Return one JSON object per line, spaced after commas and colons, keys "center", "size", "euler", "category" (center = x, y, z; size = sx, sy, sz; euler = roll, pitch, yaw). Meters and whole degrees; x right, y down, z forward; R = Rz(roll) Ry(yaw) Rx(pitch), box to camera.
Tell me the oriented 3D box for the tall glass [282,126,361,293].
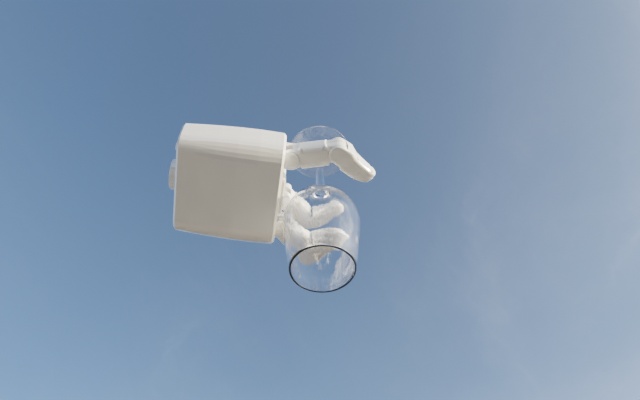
{"center": [0.000, 0.001, 0.507], "size": [0.079, 0.079, 0.200], "euler": [0, 38, -2], "category": "tall glass"}
